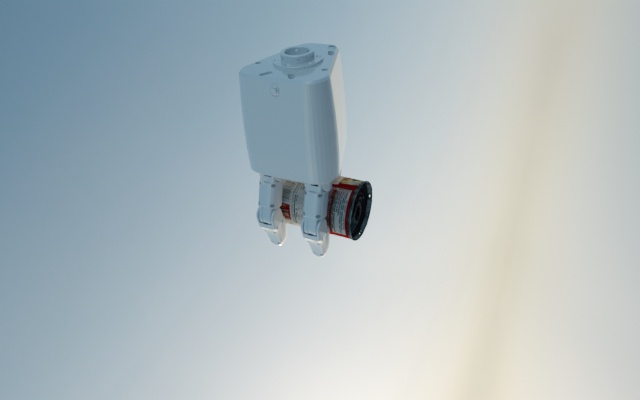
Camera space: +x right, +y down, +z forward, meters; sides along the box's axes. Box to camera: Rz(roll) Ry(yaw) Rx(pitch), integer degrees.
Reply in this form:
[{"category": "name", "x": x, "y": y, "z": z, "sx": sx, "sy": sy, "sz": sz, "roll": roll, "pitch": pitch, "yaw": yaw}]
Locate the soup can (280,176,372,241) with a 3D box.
[{"category": "soup can", "x": 0.000, "y": 0.002, "z": 0.546, "sx": 0.102, "sy": 0.068, "sz": 0.068, "roll": 12, "pitch": 5, "yaw": 22}]
